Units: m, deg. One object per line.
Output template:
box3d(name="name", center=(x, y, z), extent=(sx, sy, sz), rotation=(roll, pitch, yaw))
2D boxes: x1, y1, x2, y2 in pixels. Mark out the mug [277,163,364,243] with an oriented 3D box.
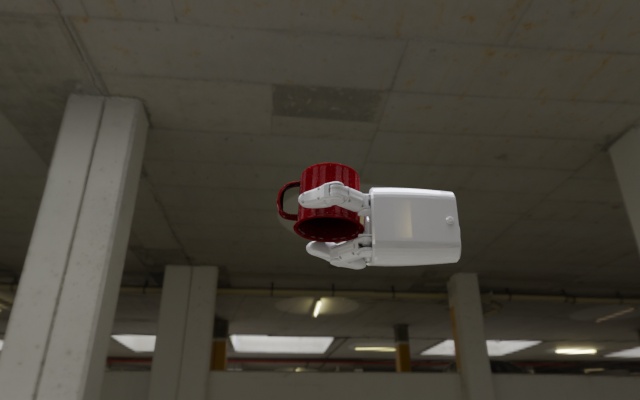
box3d(name="mug", center=(-0.001, 0.002, 0.641), extent=(0.117, 0.081, 0.093), rotation=(2, -25, -1))
